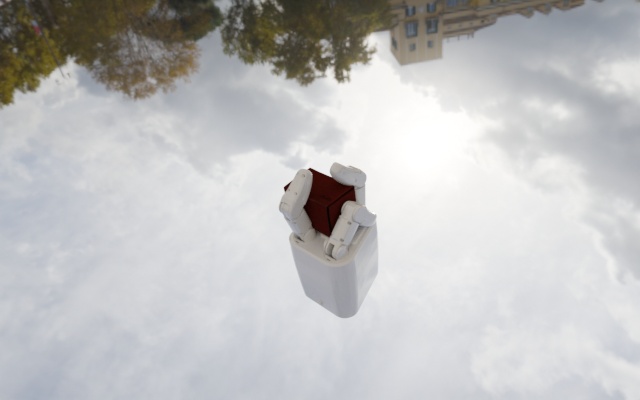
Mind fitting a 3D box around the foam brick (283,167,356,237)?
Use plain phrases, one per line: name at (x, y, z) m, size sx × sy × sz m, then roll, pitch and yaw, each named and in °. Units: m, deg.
foam brick at (0.000, 0.002, 0.606) m, size 0.078 × 0.051 × 0.053 m, roll 26°, pitch 50°, yaw 37°
